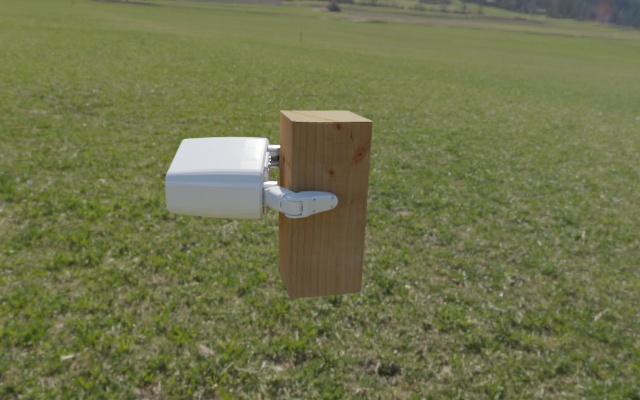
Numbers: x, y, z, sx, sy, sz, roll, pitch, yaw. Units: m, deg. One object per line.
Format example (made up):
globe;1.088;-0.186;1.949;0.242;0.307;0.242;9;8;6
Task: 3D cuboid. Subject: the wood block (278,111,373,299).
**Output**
wood block;0.000;0.002;0.573;0.090;0.206;0.090;-2;18;-14
